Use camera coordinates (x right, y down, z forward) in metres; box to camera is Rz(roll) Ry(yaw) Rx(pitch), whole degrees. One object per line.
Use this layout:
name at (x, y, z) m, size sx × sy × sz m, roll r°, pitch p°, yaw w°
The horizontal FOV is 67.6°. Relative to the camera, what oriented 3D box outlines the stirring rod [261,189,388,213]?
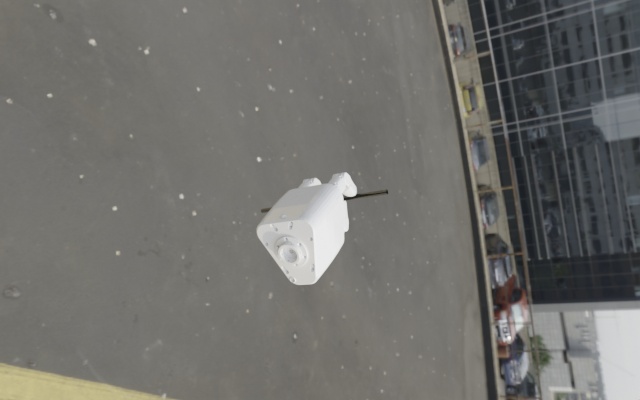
stirring rod at (0.000, 0.003, 0.813) m, size 0.239 × 0.011 × 0.011 m, roll -9°, pitch -4°, yaw 27°
